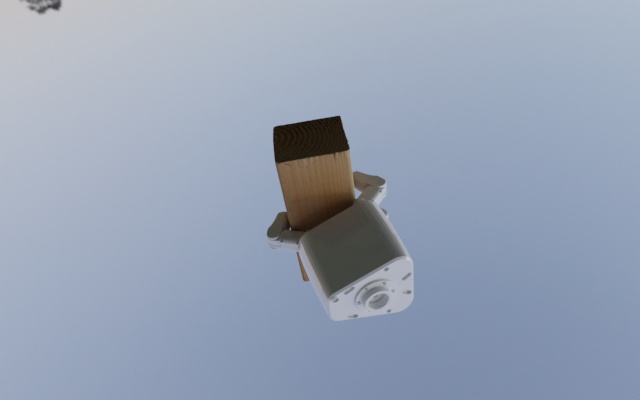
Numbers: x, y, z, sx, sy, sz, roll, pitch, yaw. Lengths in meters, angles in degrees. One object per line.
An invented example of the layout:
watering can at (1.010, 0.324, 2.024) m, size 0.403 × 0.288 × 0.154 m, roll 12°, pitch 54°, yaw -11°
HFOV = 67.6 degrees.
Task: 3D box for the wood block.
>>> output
wood block at (0.000, 0.003, 0.646) m, size 0.091 × 0.206 × 0.090 m, roll -10°, pitch 38°, yaw 0°
